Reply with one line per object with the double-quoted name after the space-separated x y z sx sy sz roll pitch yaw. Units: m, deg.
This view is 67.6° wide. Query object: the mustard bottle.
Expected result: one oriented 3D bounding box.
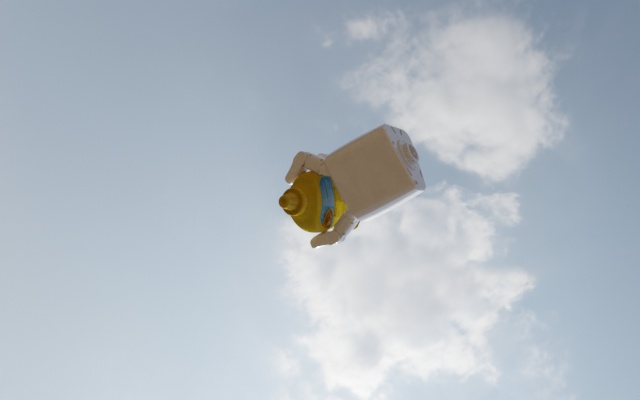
0.000 0.003 0.754 0.058 0.096 0.191 0 -1 33 "mustard bottle"
